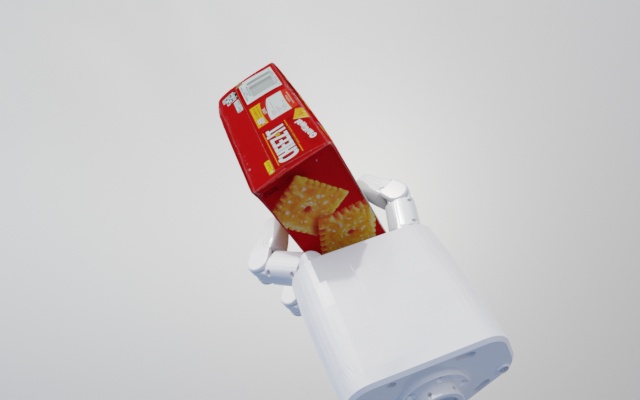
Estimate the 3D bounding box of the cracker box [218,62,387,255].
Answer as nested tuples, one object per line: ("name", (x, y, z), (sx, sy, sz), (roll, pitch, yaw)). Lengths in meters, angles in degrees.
("cracker box", (0.000, 0.001, 0.441), (0.072, 0.214, 0.164), (-33, 40, 2))
